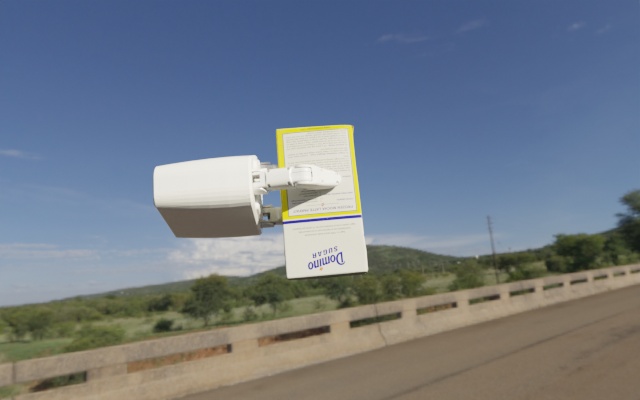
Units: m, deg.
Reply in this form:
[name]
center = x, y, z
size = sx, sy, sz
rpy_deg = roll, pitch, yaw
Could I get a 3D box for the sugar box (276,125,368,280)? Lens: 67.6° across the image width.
[sugar box]
center = 0.000, 0.002, 0.561
size = 0.093, 0.176, 0.048
rpy_deg = -4, -10, -1
